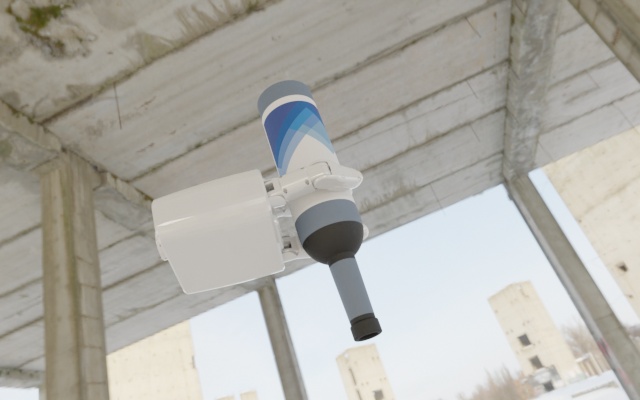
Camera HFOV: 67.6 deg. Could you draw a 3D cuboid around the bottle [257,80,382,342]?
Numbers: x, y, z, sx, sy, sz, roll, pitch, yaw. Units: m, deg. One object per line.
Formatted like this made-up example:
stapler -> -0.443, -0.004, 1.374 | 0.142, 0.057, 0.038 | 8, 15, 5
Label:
bottle -> 0.000, 0.001, 0.502 | 0.069, 0.295, 0.069 | -15, -29, -9
